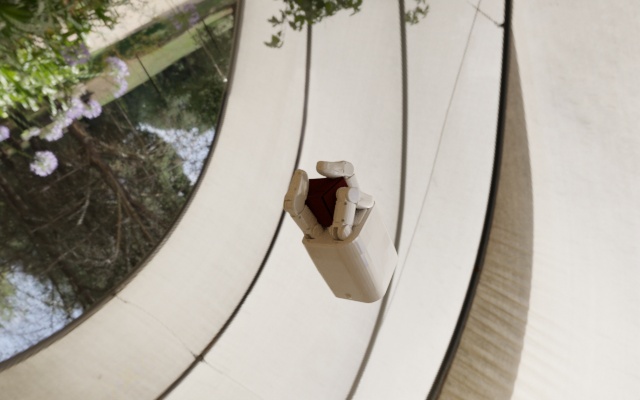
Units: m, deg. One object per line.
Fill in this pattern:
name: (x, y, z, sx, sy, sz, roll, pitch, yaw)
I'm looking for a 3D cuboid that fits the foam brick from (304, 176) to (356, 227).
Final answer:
foam brick: (0.000, 0.002, 0.667, 0.078, 0.051, 0.053, -1, 34, 47)
